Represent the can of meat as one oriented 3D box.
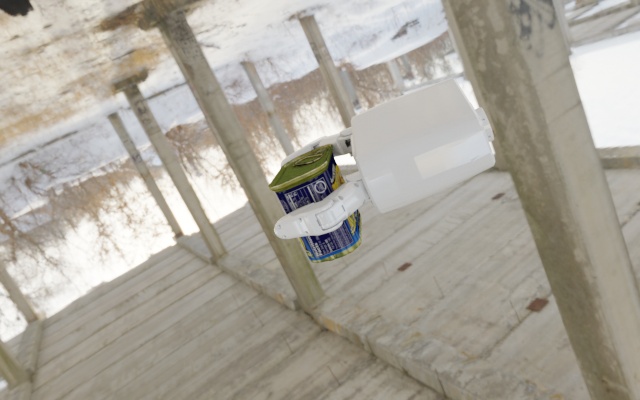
[{"bbox_3d":[0.000,0.002,0.458,0.057,0.084,0.102,-23,15,12],"label":"can of meat"}]
